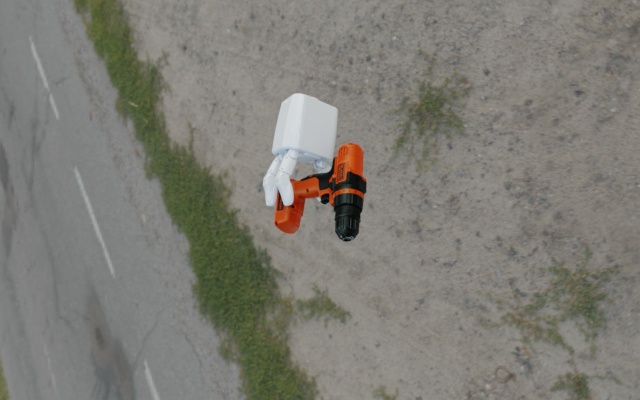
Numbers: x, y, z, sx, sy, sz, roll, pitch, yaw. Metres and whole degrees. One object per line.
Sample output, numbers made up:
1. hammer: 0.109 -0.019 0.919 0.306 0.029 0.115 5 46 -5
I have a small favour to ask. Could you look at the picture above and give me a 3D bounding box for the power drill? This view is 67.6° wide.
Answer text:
1. power drill: 0.000 0.003 0.860 0.188 0.184 0.057 -19 -38 37
